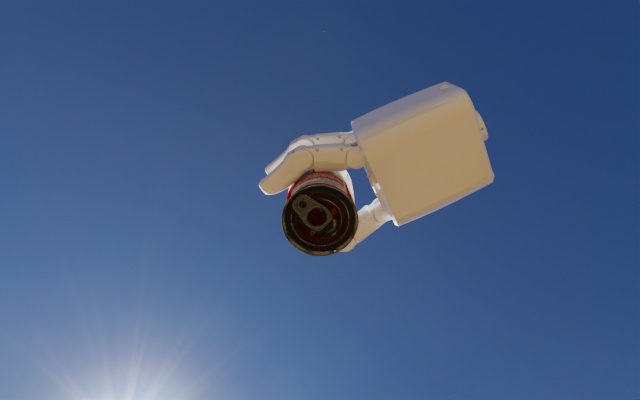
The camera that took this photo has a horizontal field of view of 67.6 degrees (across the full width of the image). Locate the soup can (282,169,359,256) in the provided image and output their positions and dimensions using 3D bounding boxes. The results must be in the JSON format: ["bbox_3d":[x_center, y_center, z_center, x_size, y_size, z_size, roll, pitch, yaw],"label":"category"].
[{"bbox_3d":[0.000,0.002,0.466,0.068,0.068,0.102,0,20,1],"label":"soup can"}]
